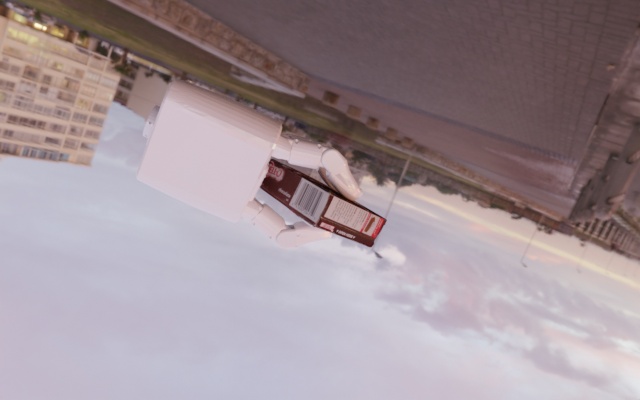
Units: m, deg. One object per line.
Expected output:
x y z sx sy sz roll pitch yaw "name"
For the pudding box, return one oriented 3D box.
0.000 0.002 0.502 0.090 0.039 0.113 23 8 -42 "pudding box"
